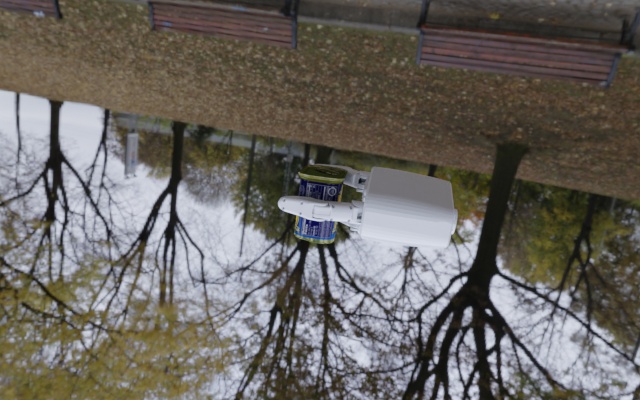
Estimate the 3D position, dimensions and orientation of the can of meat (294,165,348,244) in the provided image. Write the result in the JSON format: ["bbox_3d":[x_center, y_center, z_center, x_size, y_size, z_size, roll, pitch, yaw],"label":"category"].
[{"bbox_3d":[0.000,0.002,0.625,0.057,0.084,0.102,8,12,5],"label":"can of meat"}]
